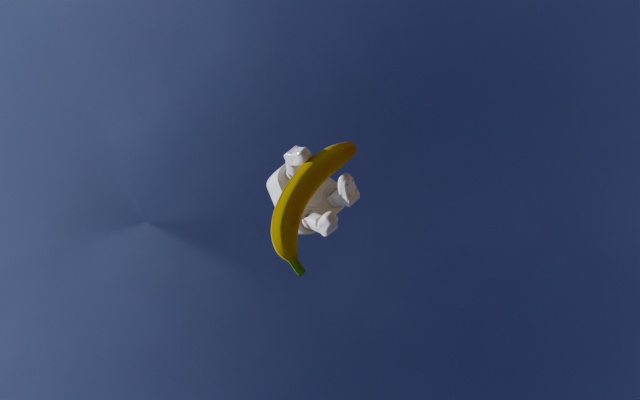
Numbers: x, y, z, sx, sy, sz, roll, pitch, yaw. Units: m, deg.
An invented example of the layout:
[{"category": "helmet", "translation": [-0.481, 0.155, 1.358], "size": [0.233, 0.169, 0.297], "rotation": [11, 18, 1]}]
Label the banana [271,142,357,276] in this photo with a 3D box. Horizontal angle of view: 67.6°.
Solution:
[{"category": "banana", "translation": [-0.018, -0.003, 0.637], "size": [0.069, 0.197, 0.037], "rotation": [26, -14, -11]}]
